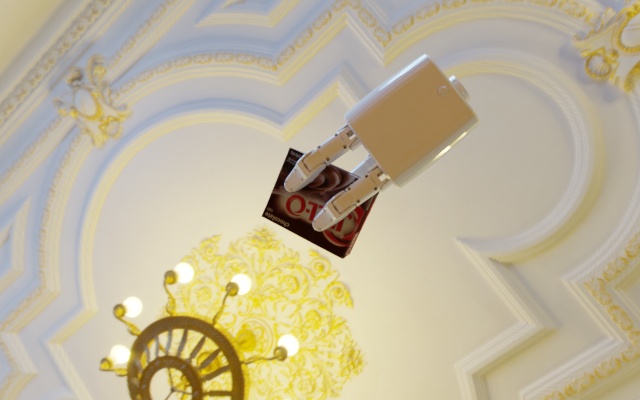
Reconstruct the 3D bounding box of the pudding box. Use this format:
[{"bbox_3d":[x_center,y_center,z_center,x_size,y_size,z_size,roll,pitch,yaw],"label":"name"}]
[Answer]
[{"bbox_3d":[0.000,0.002,0.553,0.113,0.090,0.039,27,10,17],"label":"pudding box"}]
